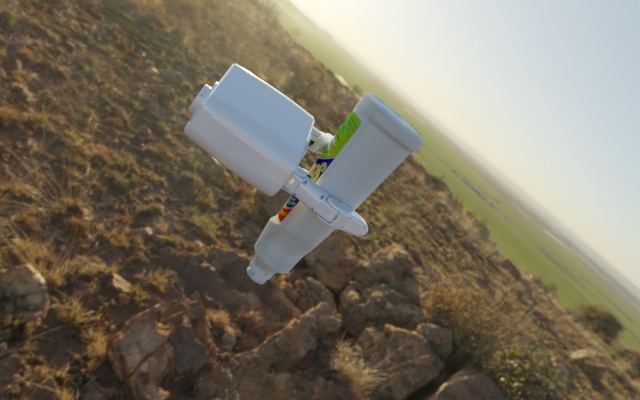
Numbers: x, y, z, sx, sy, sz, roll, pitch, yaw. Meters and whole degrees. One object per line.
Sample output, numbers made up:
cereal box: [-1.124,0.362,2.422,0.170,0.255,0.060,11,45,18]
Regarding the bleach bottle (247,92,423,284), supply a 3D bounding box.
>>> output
bleach bottle: [0.000,0.002,0.532,0.068,0.251,0.102,35,17,-16]
